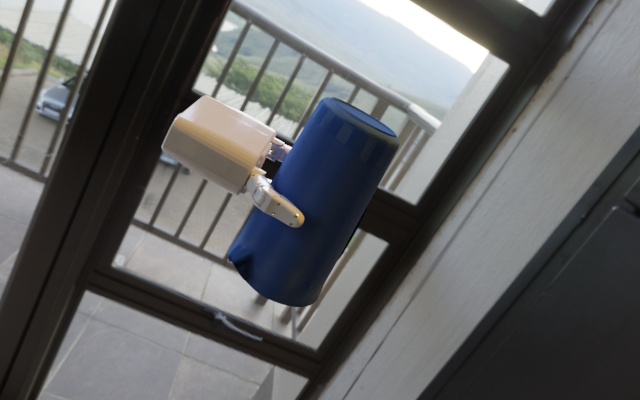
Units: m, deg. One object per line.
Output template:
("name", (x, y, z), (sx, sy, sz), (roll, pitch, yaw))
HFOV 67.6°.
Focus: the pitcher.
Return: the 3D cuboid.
("pitcher", (0.000, 0.002, 0.604), (0.145, 0.243, 0.149), (29, 18, -6))
